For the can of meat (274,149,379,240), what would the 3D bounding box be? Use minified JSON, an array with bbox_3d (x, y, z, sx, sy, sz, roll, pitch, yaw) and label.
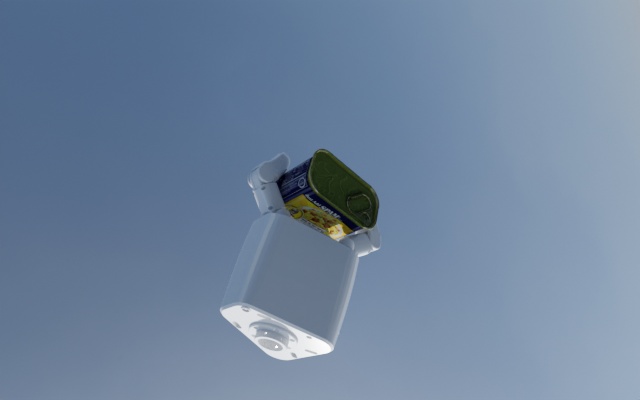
[{"bbox_3d":[0.000,0.002,0.533,0.102,0.057,0.084,37,-42,-27],"label":"can of meat"}]
